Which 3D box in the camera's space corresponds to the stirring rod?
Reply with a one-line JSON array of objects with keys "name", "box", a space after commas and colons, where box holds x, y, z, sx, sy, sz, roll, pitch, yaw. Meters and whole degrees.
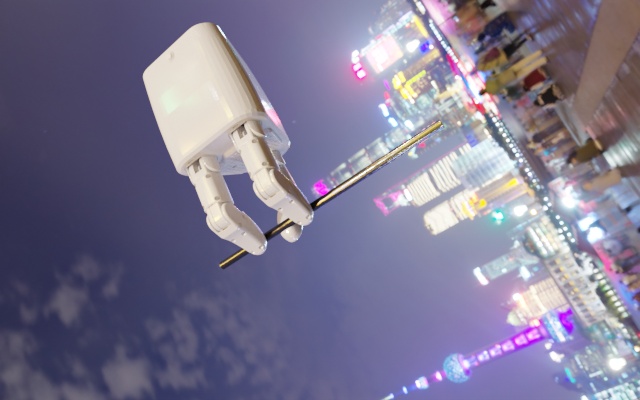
[{"name": "stirring rod", "box": [0.000, 0.001, 0.414, 0.239, 0.011, 0.011, -33, -13, 21]}]
